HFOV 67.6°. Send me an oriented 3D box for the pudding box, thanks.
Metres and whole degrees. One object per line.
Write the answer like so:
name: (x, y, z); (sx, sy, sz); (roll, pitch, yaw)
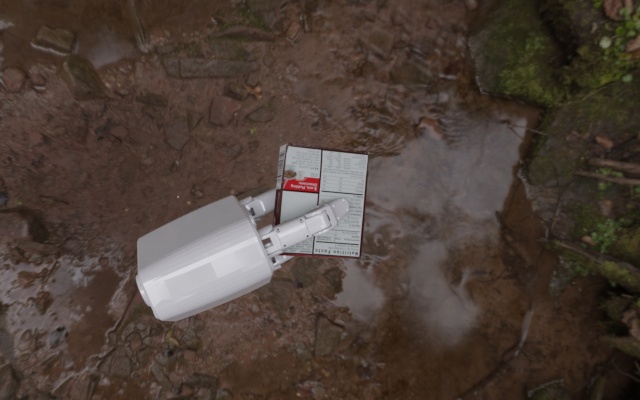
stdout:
pudding box: (0.000, 0.002, 0.490); (0.090, 0.113, 0.039); (5, 1, -13)
